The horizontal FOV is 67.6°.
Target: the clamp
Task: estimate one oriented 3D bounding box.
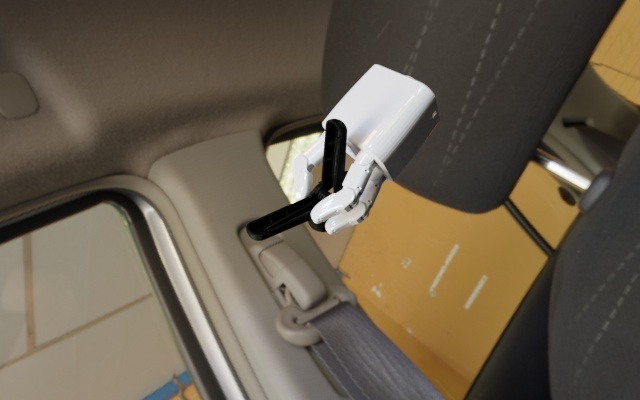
[{"bbox_3d":[0.000,0.001,0.608,0.036,0.164,0.210,42,0,26],"label":"clamp"}]
